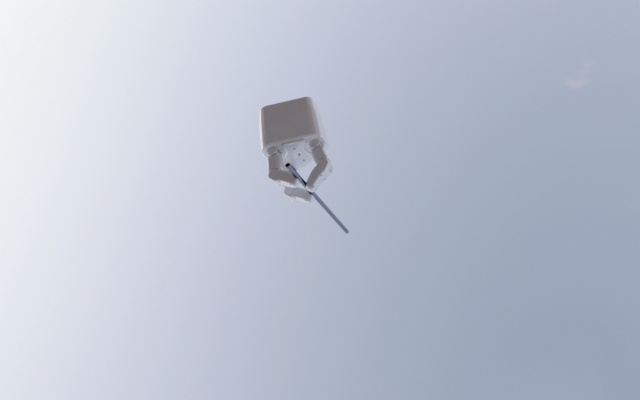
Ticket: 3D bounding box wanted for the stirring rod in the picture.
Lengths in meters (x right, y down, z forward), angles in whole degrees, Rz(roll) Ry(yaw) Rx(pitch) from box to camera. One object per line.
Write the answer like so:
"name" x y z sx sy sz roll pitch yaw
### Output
"stirring rod" 0.000 0.003 0.843 0.011 0.011 0.240 0 -29 30
